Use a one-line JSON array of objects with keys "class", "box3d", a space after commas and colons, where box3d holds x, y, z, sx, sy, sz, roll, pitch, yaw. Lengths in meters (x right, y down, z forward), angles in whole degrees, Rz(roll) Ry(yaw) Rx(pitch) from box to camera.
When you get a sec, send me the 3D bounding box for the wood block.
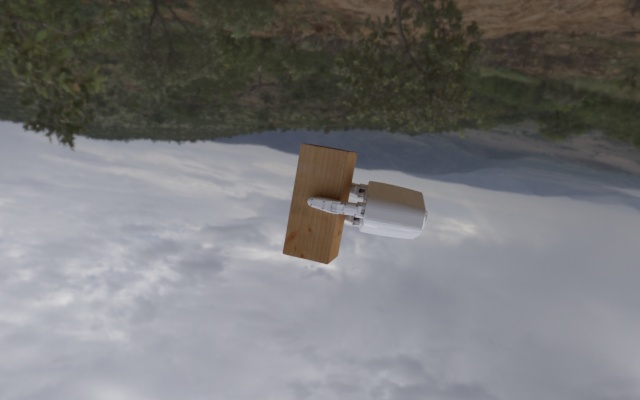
[{"class": "wood block", "box3d": [0.000, 0.003, 0.893, 0.090, 0.206, 0.091, 12, 7, 14]}]
